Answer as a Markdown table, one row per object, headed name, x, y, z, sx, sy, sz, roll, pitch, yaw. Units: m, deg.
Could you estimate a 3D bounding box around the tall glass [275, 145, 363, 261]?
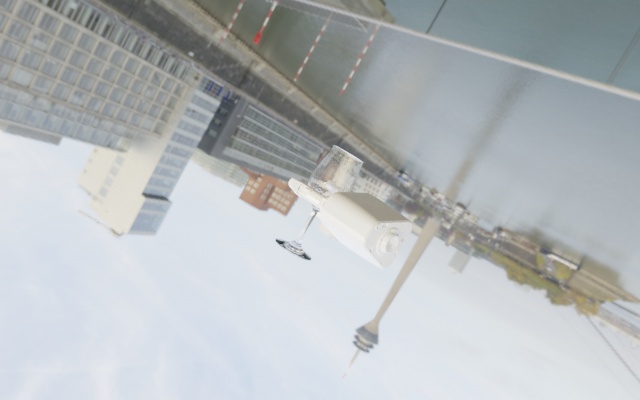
| name | x | y | z | sx | sy | sz | roll | pitch | yaw |
| --- | --- | --- | --- | --- | --- | --- | --- | --- | --- |
| tall glass | 0.000 | 0.003 | 0.850 | 0.079 | 0.201 | 0.079 | 29 | 5 | -3 |
